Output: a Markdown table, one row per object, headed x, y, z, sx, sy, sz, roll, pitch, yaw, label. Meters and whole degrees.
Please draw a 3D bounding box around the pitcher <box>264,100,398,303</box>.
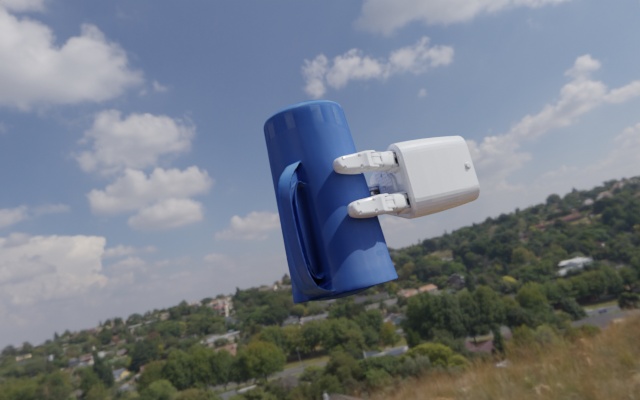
| x | y | z | sx | sy | sz | roll | pitch | yaw | label |
| --- | --- | --- | --- | --- | --- | --- | --- | --- | --- |
| 0.000 | 0.002 | 0.600 | 0.145 | 0.243 | 0.149 | -12 | -9 | -18 | pitcher |
